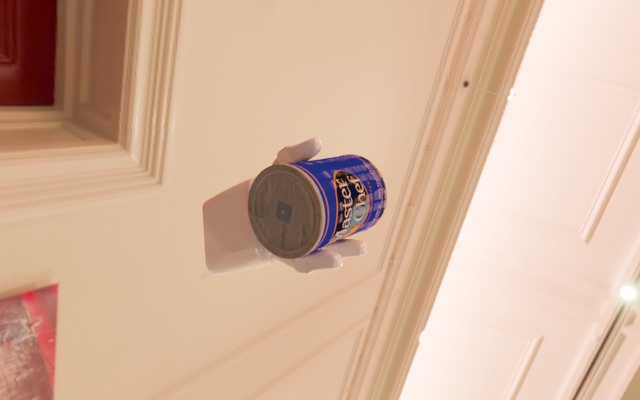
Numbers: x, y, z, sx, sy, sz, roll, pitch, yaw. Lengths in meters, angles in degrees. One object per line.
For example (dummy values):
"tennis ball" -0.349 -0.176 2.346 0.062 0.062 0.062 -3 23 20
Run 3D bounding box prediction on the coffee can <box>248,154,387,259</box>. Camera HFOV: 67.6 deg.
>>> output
"coffee can" 0.000 0.002 0.561 0.103 0.103 0.140 0 9 36
